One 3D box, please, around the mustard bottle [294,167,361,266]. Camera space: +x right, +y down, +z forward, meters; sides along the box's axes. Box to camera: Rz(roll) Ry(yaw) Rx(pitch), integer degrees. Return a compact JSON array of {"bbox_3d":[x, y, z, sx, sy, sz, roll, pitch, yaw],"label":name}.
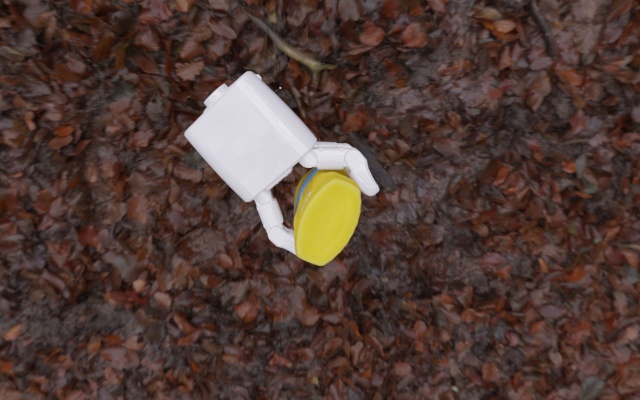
[{"bbox_3d":[0.000,0.002,0.574,0.058,0.096,0.191,22,11,-10],"label":"mustard bottle"}]
